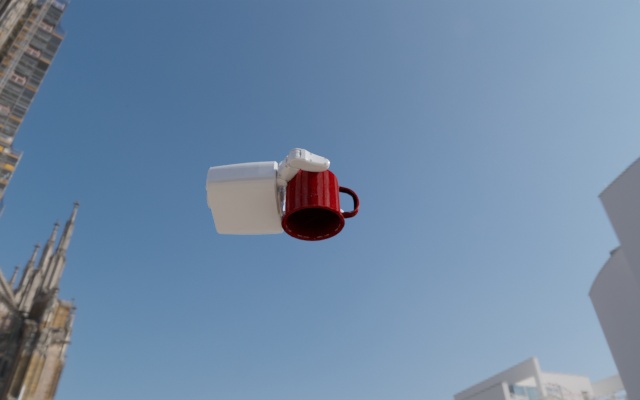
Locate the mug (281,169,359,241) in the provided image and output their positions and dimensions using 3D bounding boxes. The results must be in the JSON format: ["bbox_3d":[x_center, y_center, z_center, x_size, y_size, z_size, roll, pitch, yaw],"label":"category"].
[{"bbox_3d":[0.002,0.002,0.720,0.117,0.081,0.093,-2,-37,0],"label":"mug"}]
